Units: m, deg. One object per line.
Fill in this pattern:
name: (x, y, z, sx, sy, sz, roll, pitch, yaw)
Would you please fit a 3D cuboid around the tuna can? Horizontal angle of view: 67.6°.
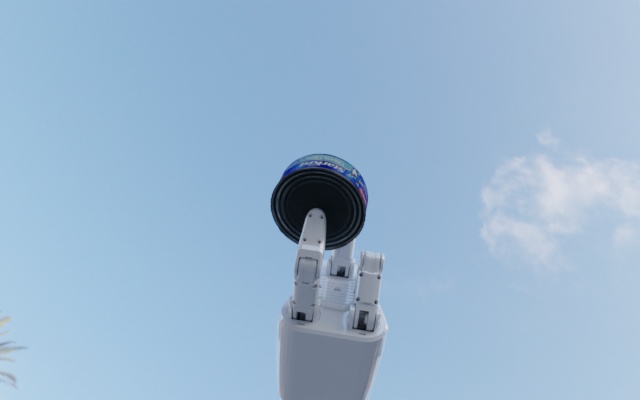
tuna can: (0.000, 0.001, 0.434, 0.086, 0.086, 0.033, 0, 31, 12)
